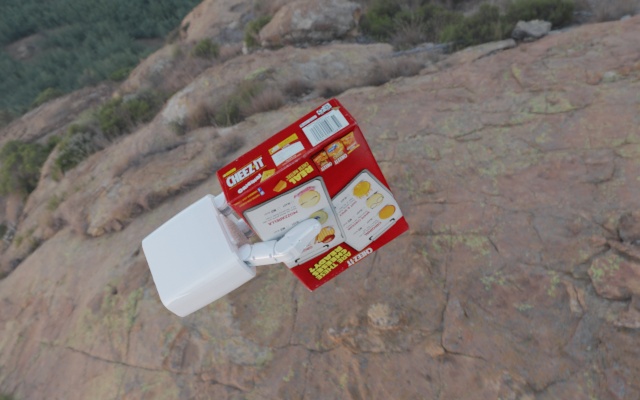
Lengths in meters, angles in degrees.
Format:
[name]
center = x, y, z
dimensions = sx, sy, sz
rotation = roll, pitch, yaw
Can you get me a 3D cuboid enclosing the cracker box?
[cracker box]
center = 0.000, 0.002, 0.596
dimensions = 0.164, 0.072, 0.214
rotation = -33, -44, 2
